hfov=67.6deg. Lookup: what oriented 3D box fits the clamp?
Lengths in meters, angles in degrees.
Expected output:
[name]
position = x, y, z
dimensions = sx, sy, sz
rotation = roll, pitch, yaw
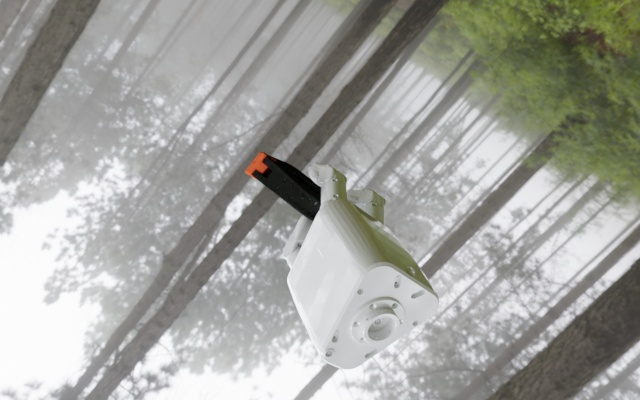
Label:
[clamp]
position = -0.001, 0.002, 0.555
dimensions = 0.210, 0.036, 0.164
rotation = 34, 10, -31
